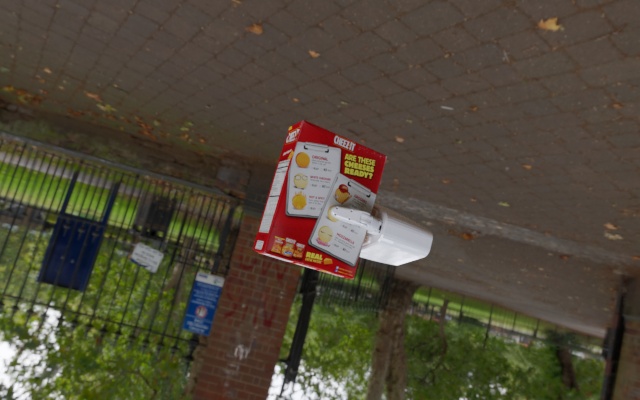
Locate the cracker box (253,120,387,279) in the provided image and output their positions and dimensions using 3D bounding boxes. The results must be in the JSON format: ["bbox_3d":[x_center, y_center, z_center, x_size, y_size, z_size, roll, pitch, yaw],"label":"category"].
[{"bbox_3d":[0.000,0.003,0.775,0.164,0.213,0.072,20,-10,-25],"label":"cracker box"}]
